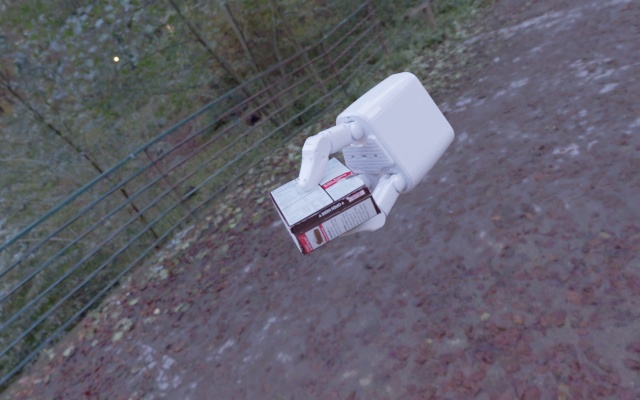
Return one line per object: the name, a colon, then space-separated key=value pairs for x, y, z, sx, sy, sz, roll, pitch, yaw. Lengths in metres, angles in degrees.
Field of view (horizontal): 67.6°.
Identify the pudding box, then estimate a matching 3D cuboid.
pudding box: x=0.000 y=0.001 z=0.506 sx=0.090 sy=0.039 sz=0.113 roll=-30 pitch=23 yaw=-5
